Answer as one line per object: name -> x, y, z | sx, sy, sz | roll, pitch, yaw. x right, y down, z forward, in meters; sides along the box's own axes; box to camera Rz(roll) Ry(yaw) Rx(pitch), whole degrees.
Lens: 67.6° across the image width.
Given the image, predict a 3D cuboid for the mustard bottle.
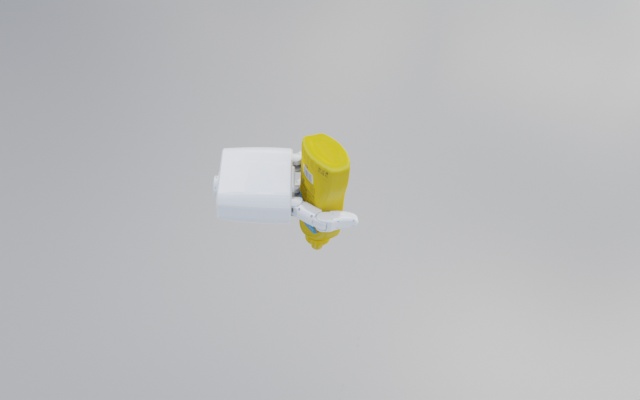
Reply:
mustard bottle -> 0.000, 0.002, 0.721 | 0.058, 0.192, 0.096 | -15, 44, -23
